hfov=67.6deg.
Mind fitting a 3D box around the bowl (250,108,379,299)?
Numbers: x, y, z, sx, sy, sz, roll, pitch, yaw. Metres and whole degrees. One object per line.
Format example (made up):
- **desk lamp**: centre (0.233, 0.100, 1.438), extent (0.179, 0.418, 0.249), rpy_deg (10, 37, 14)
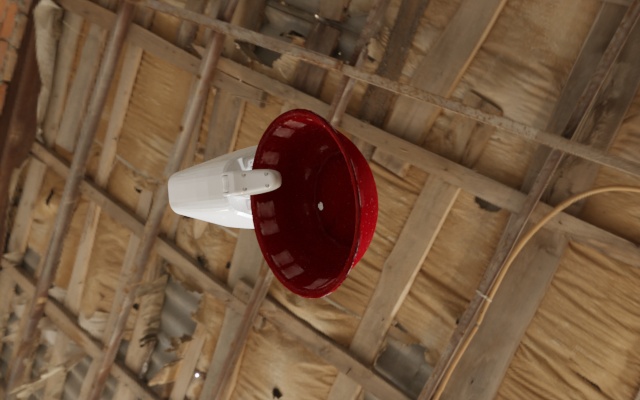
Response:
- **bowl**: centre (0.001, 0.002, 0.423), extent (0.055, 0.162, 0.162), rpy_deg (-6, 3, -37)
